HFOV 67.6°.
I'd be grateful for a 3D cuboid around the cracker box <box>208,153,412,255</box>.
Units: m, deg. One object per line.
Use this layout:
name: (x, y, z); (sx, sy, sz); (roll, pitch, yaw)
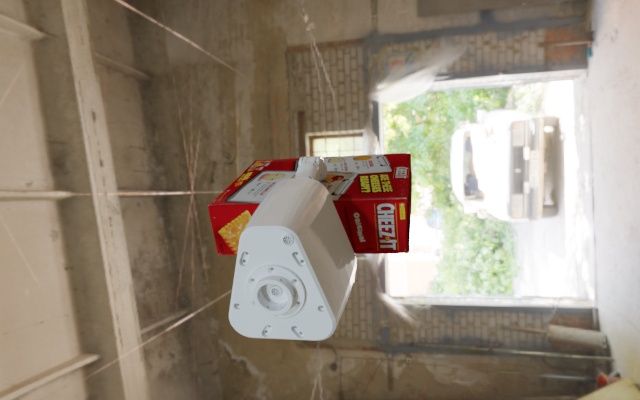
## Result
cracker box: (0.000, 0.002, 0.571); (0.213, 0.072, 0.164); (-1, 22, 12)
